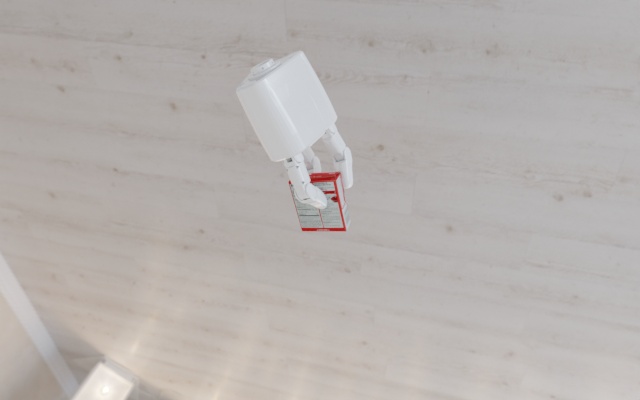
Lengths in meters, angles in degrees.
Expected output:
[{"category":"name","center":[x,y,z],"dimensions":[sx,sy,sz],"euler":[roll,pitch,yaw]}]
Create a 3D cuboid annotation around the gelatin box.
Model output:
[{"category":"gelatin box","center":[0.000,0.003,0.704],"dimensions":[0.073,0.089,0.030],"euler":[-2,29,22]}]
